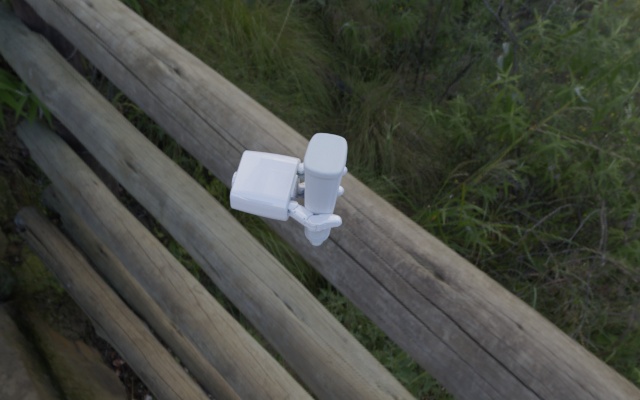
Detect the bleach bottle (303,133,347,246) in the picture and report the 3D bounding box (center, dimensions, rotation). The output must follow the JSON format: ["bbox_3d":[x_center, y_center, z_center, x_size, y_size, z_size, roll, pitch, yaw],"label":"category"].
[{"bbox_3d":[0.000,0.003,0.874,0.068,0.102,0.251,10,-42,3],"label":"bleach bottle"}]
